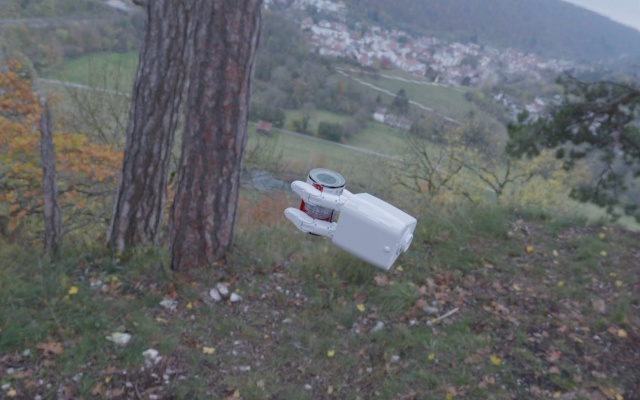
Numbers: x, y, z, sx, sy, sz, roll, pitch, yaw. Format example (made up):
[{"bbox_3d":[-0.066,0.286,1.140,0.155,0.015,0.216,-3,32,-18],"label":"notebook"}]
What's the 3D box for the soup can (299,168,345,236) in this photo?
[{"bbox_3d":[0.000,0.002,0.851,0.068,0.102,0.068,12,28,-7],"label":"soup can"}]
